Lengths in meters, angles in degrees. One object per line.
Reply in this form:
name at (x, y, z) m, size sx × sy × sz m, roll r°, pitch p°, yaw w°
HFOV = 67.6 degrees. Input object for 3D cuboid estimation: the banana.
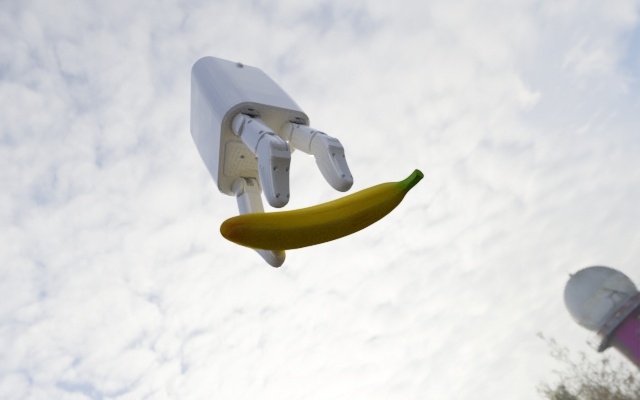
banana at (0.001, 0.013, 0.445) m, size 0.198 × 0.037 × 0.070 m, roll -17°, pitch -38°, yaw -22°
